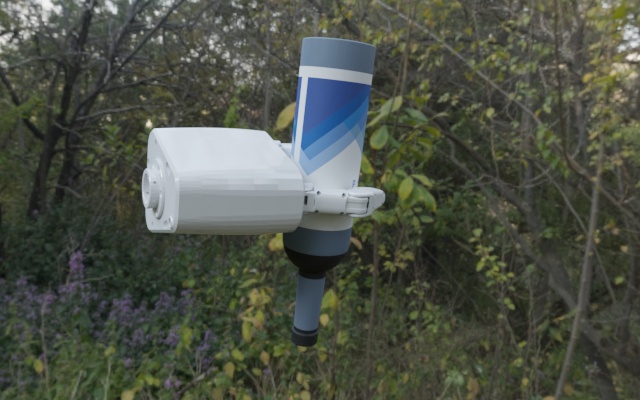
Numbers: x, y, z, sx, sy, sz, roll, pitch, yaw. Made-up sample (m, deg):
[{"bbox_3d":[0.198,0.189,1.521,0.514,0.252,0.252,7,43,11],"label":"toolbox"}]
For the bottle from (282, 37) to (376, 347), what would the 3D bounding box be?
[{"bbox_3d":[0.000,0.001,0.460,0.069,0.296,0.069,6,12,-1],"label":"bottle"}]
